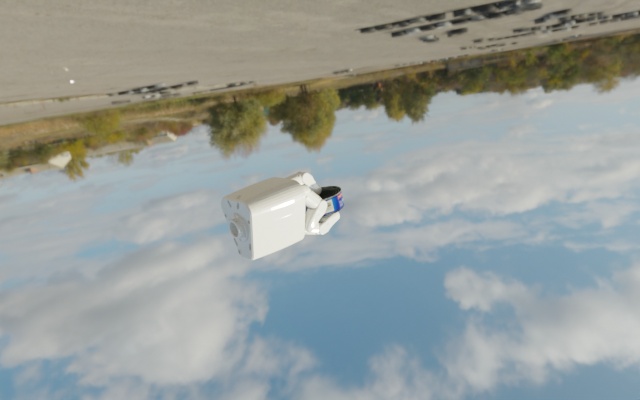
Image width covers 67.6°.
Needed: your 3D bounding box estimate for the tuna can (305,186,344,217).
[{"bbox_3d":[0.000,0.003,0.888,0.086,0.034,0.086,-13,16,4],"label":"tuna can"}]
